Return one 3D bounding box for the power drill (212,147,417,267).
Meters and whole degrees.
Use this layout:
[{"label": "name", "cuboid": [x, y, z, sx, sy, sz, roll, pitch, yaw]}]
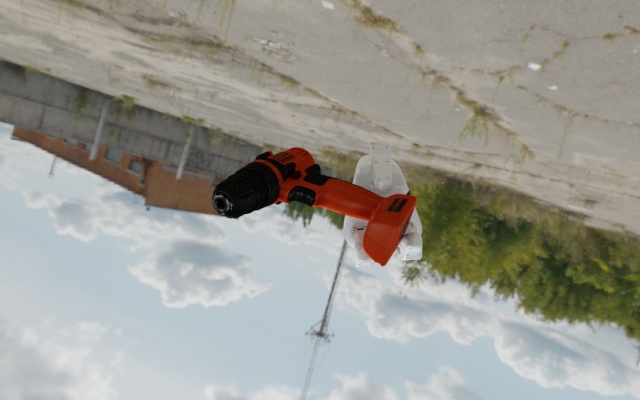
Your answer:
[{"label": "power drill", "cuboid": [0.001, 0.002, 0.520, 0.187, 0.057, 0.184, 24, 27, 15]}]
